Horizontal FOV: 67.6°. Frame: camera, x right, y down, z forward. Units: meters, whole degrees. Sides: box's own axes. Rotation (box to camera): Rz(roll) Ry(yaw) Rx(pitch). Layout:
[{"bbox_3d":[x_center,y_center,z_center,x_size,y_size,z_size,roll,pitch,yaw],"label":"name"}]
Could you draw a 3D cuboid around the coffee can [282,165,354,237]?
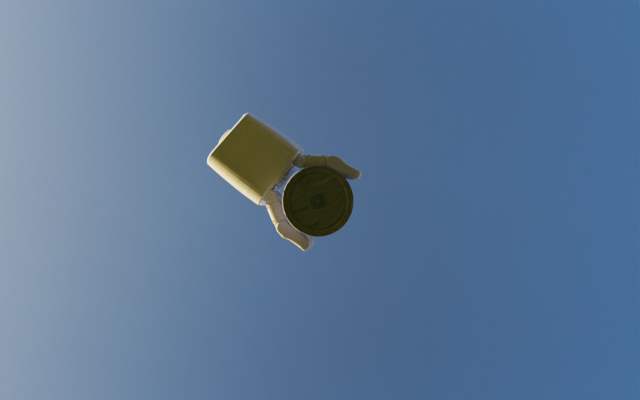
[{"bbox_3d":[0.000,0.003,0.751,0.103,0.103,0.140,0,-2,3],"label":"coffee can"}]
